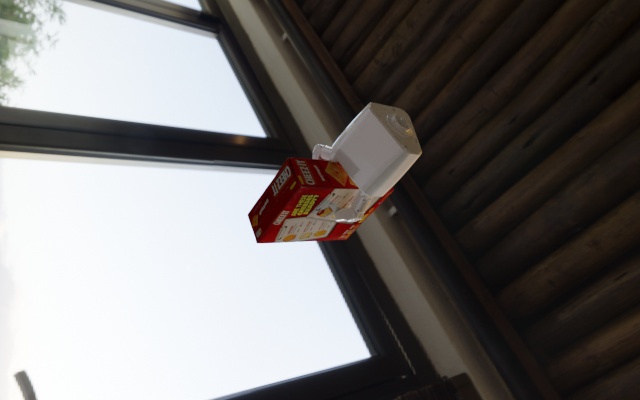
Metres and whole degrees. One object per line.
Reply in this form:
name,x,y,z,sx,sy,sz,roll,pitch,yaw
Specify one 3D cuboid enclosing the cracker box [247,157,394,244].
cracker box,0.000,0.003,0.860,0.214,0.072,0.164,2,-38,-39
